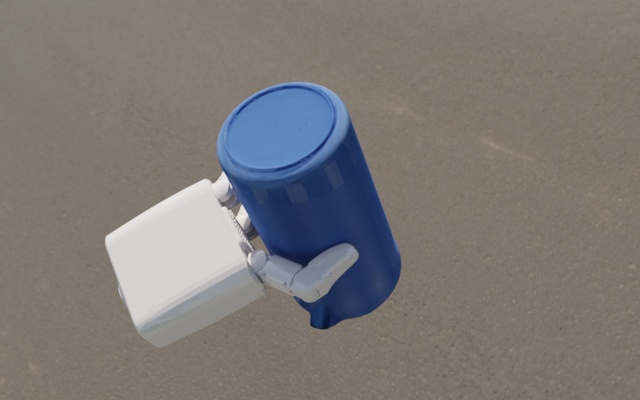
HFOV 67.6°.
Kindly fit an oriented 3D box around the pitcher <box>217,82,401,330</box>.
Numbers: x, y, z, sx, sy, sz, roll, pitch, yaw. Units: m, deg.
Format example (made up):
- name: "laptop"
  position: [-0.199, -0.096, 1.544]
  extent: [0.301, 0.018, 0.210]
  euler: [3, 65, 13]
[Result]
- name: "pitcher"
  position: [0.000, 0.002, 0.462]
  extent: [0.145, 0.149, 0.243]
  euler: [-29, -38, -5]
